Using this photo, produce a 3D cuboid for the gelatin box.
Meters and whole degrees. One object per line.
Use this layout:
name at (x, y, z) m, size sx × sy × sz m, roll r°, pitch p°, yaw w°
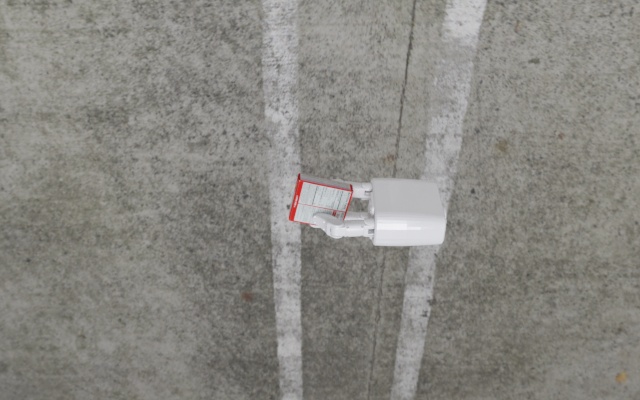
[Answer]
gelatin box at (0.000, 0.003, 0.751) m, size 0.089 × 0.073 × 0.030 m, roll 11°, pitch 27°, yaw -10°
